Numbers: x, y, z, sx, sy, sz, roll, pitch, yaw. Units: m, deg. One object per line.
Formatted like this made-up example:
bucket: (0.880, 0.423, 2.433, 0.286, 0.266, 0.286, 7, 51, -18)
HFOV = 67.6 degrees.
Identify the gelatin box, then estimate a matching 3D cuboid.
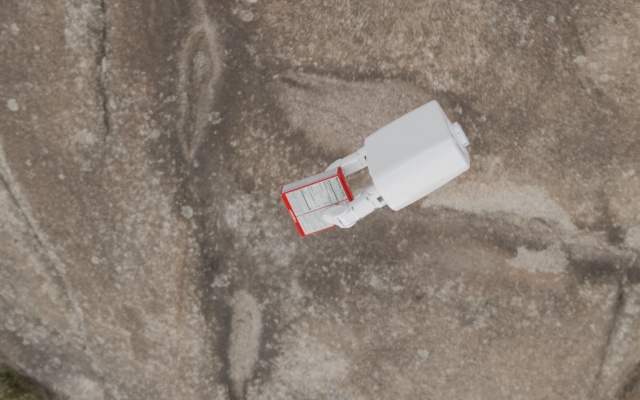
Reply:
gelatin box: (0.000, 0.002, 0.653, 0.089, 0.073, 0.030, -19, 25, 13)
